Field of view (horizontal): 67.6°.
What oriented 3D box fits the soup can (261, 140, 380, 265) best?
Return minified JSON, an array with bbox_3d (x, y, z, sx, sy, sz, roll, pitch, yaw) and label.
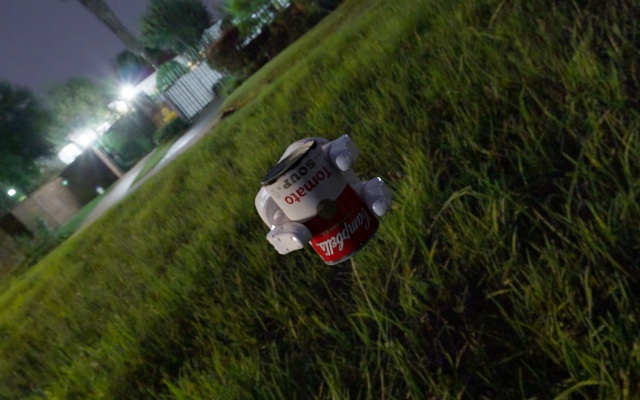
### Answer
[{"bbox_3d":[0.000,0.001,0.458,0.068,0.102,0.068,-36,14,11],"label":"soup can"}]
